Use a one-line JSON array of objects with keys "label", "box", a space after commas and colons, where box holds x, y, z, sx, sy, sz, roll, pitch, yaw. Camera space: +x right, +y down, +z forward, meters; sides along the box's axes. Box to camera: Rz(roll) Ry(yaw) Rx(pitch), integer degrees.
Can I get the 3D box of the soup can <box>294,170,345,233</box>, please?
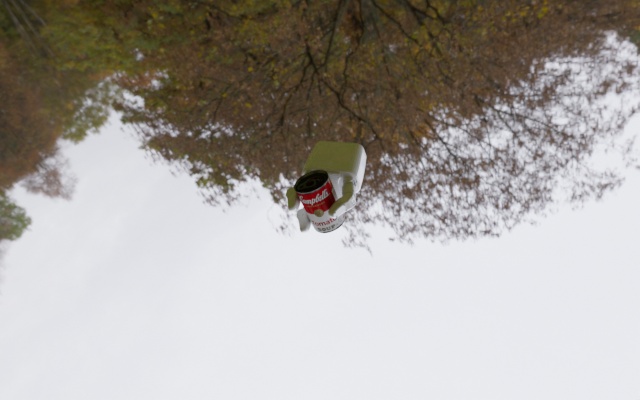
[{"label": "soup can", "box": [0.000, 0.003, 0.898, 0.068, 0.102, 0.068, -16, 34, 12]}]
